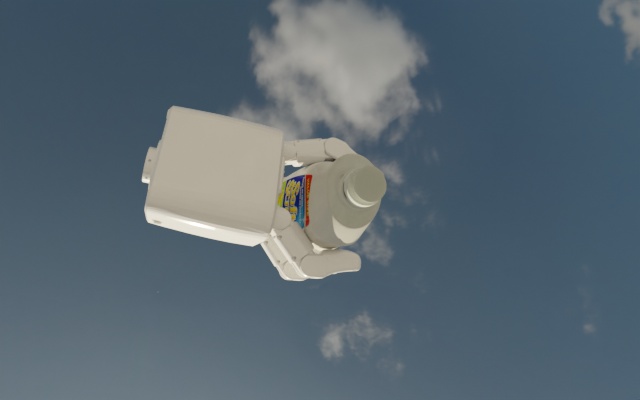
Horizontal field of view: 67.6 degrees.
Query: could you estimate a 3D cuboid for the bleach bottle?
[{"bbox_3d":[0.000,0.002,0.479,0.068,0.102,0.251,14,-15,-15],"label":"bleach bottle"}]
